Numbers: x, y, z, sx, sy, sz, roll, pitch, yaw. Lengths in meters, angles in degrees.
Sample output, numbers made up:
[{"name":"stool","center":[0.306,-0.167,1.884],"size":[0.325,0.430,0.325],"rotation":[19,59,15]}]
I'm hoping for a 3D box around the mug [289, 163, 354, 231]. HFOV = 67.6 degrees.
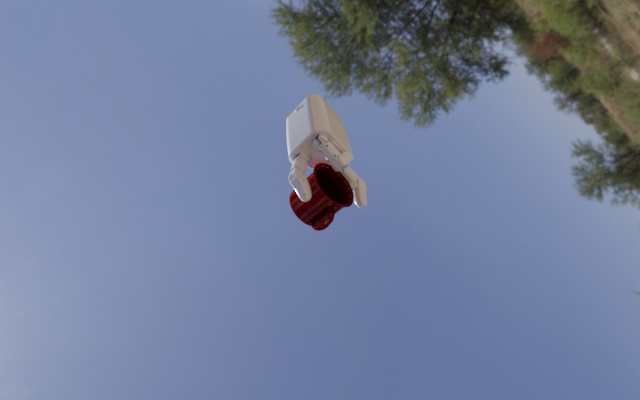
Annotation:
[{"name":"mug","center":[0.000,0.004,0.845],"size":[0.093,0.117,0.081],"rotation":[24,-49,-34]}]
